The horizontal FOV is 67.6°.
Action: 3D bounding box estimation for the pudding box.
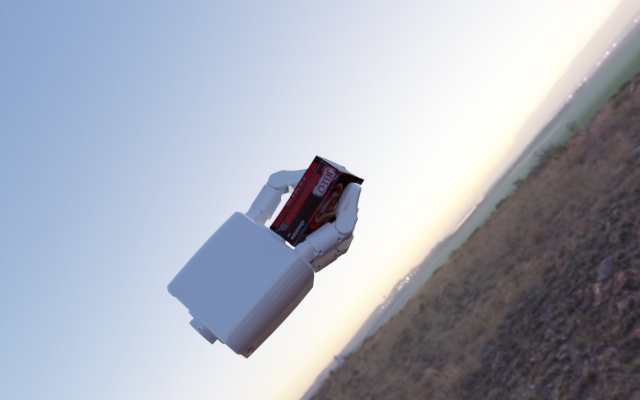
[{"bbox_3d":[0.000,0.002,0.518,0.039,0.090,0.113,36,9,12],"label":"pudding box"}]
